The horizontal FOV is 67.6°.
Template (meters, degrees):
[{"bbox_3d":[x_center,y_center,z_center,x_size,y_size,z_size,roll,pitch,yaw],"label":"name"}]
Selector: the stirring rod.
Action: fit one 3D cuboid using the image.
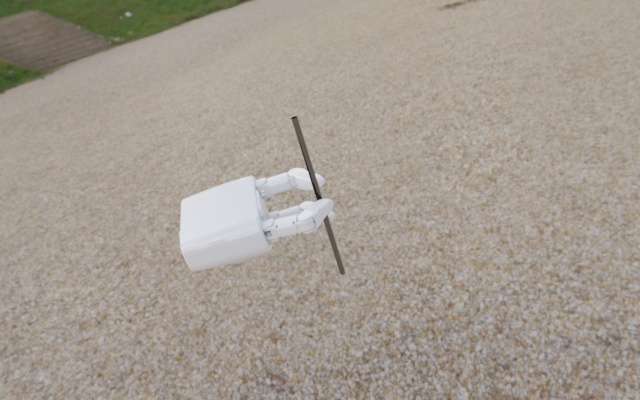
[{"bbox_3d":[0.000,0.002,0.631,0.011,0.240,0.011,-14,27,7],"label":"stirring rod"}]
